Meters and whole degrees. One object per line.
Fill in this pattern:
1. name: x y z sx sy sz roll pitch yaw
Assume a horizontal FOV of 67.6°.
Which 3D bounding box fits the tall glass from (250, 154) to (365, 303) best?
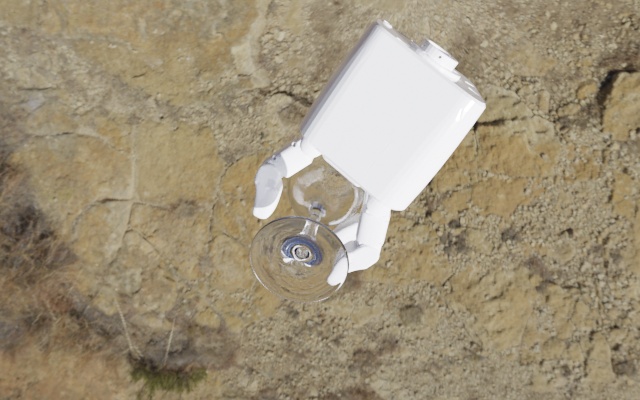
1. tall glass: 0.000 0.002 0.436 0.079 0.079 0.201 0 26 10
